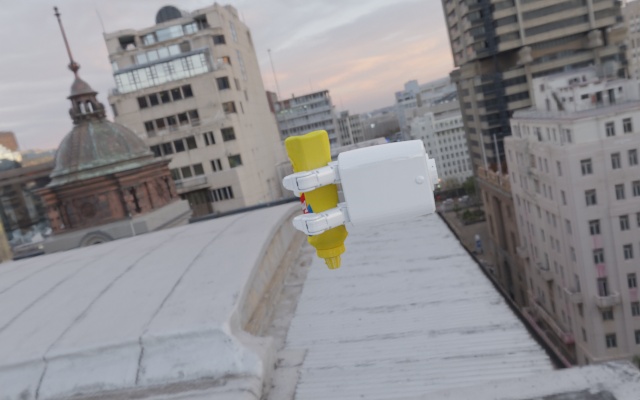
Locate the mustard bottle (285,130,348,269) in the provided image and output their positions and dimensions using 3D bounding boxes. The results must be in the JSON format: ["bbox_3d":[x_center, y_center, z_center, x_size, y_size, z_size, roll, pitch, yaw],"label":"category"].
[{"bbox_3d":[0.000,0.002,0.659,0.058,0.191,0.096,-15,9,-10],"label":"mustard bottle"}]
